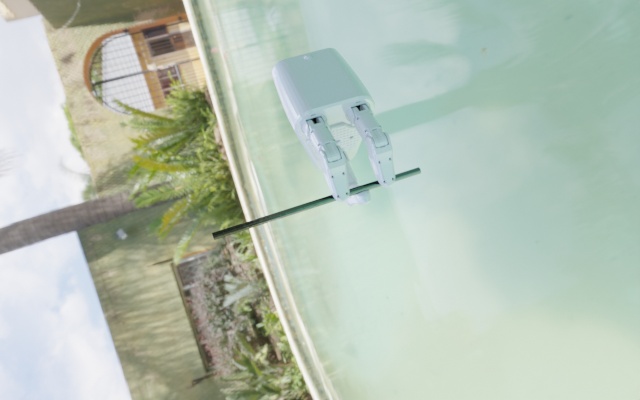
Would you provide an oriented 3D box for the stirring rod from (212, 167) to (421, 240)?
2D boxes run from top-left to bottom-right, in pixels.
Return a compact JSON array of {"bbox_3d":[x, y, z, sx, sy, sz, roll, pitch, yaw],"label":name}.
[{"bbox_3d":[0.000,0.002,0.522,0.239,0.011,0.011,-18,3,-11],"label":"stirring rod"}]
